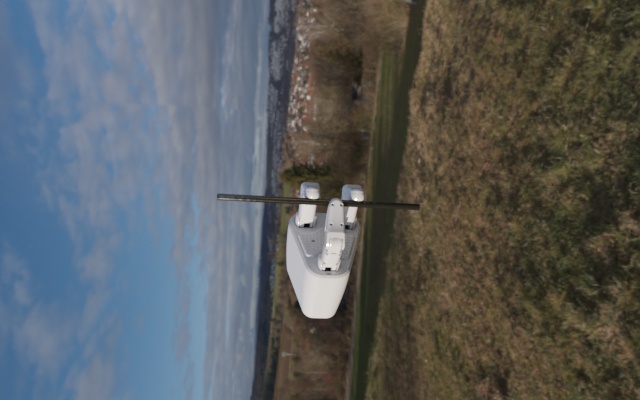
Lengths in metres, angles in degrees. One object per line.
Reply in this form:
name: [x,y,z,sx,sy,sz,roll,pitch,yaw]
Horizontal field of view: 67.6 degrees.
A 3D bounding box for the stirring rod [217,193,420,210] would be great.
stirring rod: [0.000,0.002,0.566,0.239,0.011,0.011,3,0,-7]
